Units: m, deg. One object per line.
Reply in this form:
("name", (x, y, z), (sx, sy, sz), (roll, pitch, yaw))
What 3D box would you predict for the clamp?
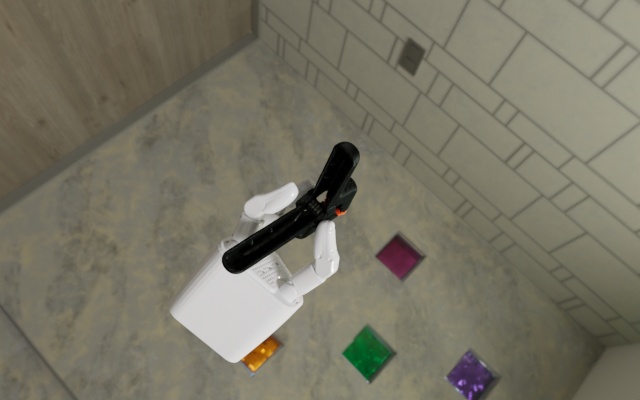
("clamp", (0.001, 0.002, 0.510), (0.164, 0.036, 0.210), (-44, -10, 18))
